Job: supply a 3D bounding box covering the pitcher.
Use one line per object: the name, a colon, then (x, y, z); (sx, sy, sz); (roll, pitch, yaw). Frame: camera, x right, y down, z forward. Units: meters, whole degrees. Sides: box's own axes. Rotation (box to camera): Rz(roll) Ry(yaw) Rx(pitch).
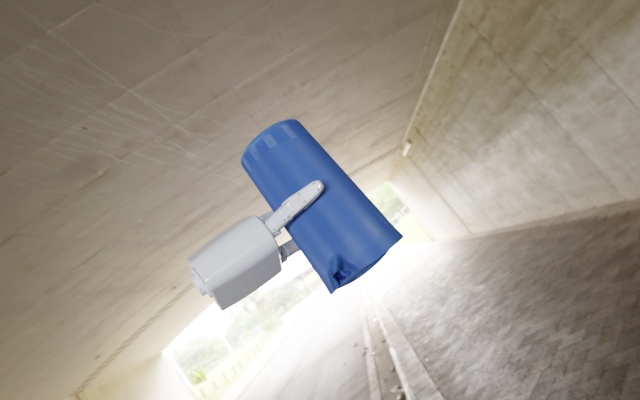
pitcher: (0.000, 0.002, 0.701); (0.145, 0.243, 0.149); (-36, -8, -17)
